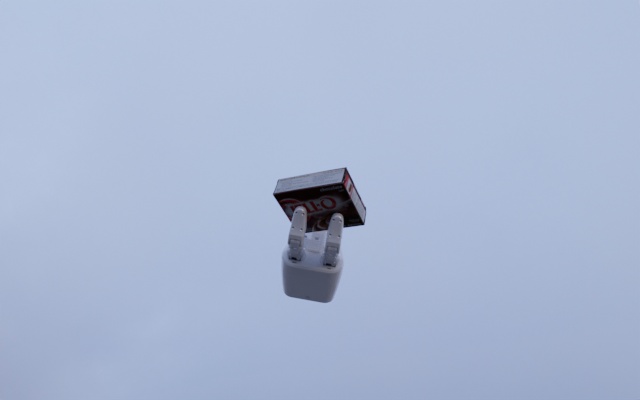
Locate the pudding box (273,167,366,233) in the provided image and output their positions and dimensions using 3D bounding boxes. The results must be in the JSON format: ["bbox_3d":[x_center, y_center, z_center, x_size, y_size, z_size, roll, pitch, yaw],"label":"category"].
[{"bbox_3d":[0.000,0.002,0.698,0.113,0.039,0.090,-11,-46,22],"label":"pudding box"}]
